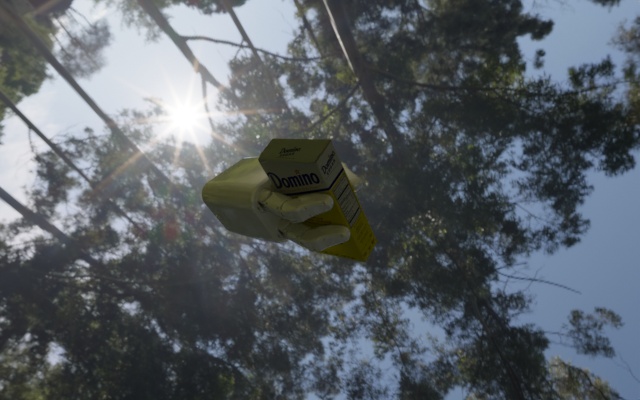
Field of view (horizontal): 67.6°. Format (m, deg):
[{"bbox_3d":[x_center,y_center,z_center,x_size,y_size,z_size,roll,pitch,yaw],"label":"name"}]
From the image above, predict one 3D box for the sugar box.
[{"bbox_3d":[0.000,0.002,0.604,0.093,0.048,0.176,6,-39,37],"label":"sugar box"}]
